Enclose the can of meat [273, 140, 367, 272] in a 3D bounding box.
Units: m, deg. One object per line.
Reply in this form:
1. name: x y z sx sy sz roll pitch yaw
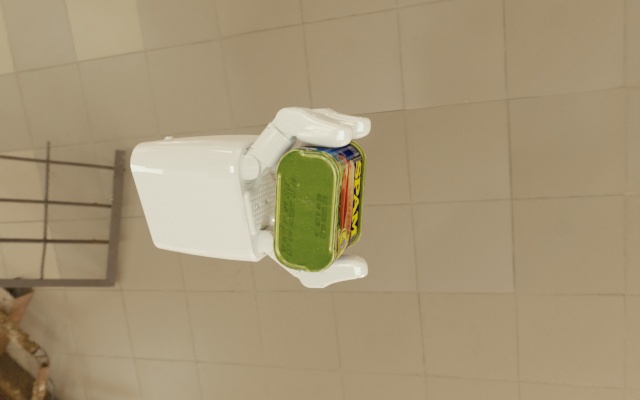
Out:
1. can of meat: 0.000 0.001 0.402 0.057 0.102 0.084 7 13 17
